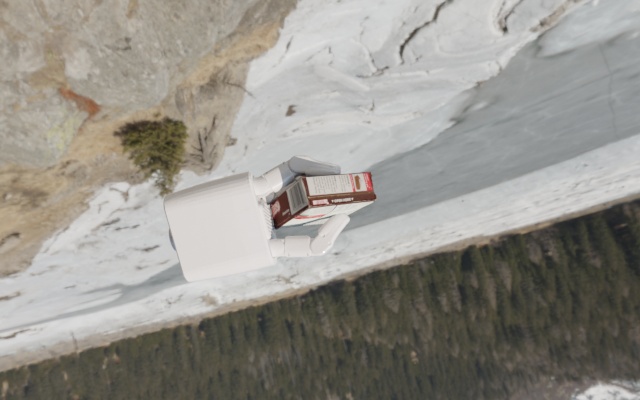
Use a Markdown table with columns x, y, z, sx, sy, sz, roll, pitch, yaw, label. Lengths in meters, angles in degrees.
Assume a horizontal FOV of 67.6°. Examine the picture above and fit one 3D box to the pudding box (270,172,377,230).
| x | y | z | sx | sy | sz | roll | pitch | yaw | label |
| --- | --- | --- | --- | --- | --- | --- | --- | --- | --- |
| 0.000 | 0.002 | 0.571 | 0.090 | 0.039 | 0.113 | -7 | -11 | -27 | pudding box |
